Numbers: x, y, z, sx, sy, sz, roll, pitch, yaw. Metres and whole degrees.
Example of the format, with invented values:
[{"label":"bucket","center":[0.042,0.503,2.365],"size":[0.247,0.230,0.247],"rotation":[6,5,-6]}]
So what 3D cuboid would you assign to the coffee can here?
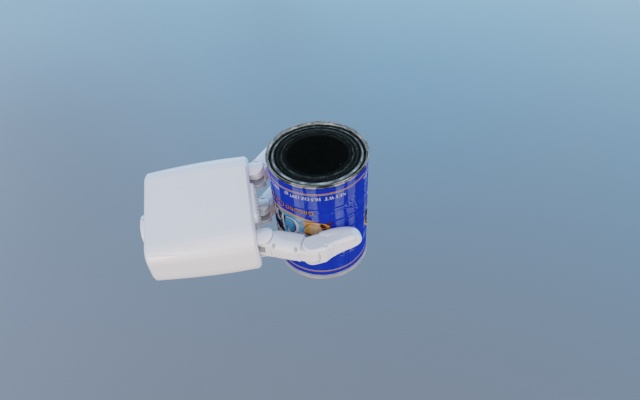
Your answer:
[{"label":"coffee can","center":[0.000,0.002,0.515],"size":[0.103,0.140,0.102],"rotation":[-2,45,2]}]
